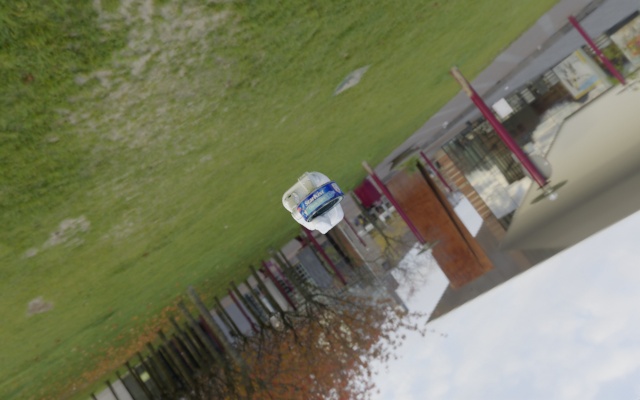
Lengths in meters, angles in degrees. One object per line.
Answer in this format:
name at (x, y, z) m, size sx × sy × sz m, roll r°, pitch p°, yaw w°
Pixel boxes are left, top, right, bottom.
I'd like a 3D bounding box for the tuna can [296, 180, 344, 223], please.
tuna can at (0.000, 0.003, 0.858) m, size 0.086 × 0.033 × 0.086 m, roll -34°, pitch -11°, yaw -7°
